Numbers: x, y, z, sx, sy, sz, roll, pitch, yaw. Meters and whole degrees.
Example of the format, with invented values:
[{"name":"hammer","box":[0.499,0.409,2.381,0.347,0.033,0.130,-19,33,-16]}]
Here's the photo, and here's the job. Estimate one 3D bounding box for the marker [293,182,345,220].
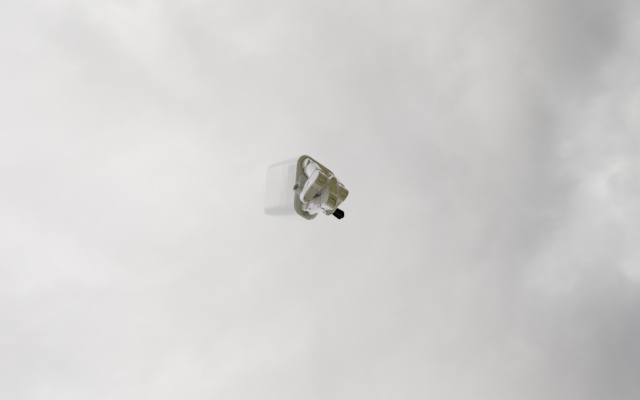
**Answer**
[{"name":"marker","box":[0.000,0.003,0.860,0.121,0.020,0.020,33,-20,-34]}]
